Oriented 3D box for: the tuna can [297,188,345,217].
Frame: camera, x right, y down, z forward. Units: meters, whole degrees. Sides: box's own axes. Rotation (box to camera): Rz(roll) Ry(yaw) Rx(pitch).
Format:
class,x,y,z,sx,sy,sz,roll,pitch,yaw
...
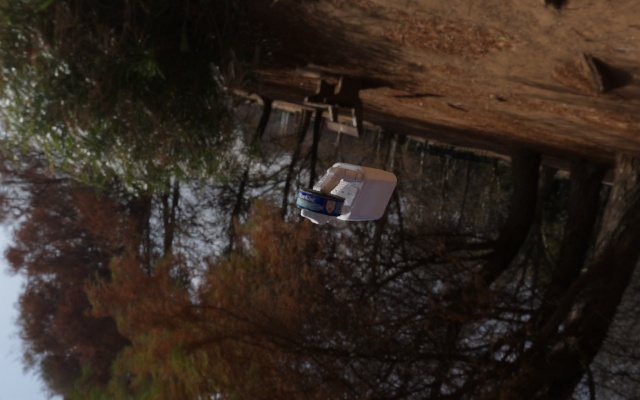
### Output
class,x,y,z,sx,sy,sz,roll,pitch,yaw
tuna can,0.000,0.003,0.871,0.086,0.034,0.086,13,6,-1
